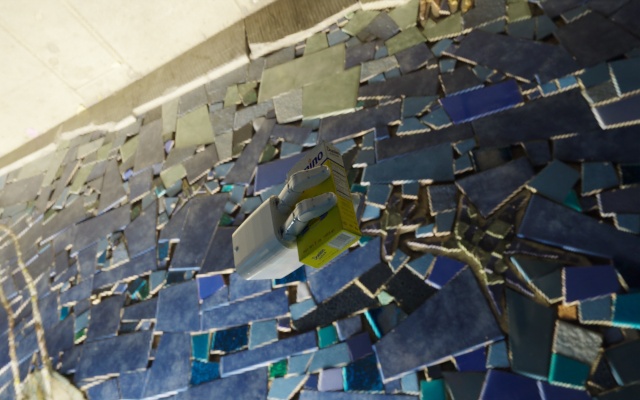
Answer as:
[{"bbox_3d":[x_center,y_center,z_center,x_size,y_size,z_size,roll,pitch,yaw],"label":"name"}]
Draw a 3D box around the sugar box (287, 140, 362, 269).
[{"bbox_3d":[0.000,0.002,0.712,0.048,0.176,0.093,25,-53,-39],"label":"sugar box"}]
